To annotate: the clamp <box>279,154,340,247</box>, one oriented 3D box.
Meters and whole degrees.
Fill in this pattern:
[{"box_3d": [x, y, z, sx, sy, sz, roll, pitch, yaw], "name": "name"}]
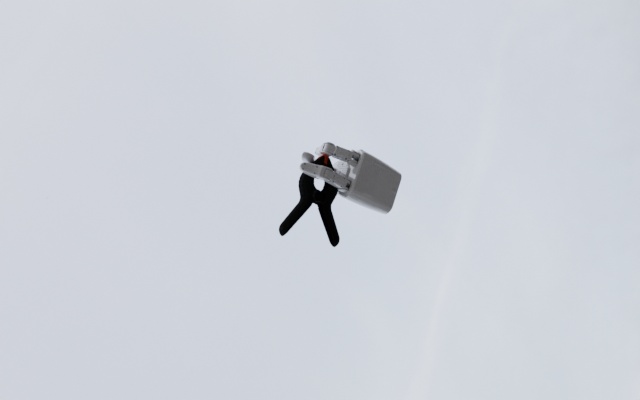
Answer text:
[{"box_3d": [0.000, 0.003, 0.891, 0.120, 0.171, 0.039, 25, -12, -28], "name": "clamp"}]
